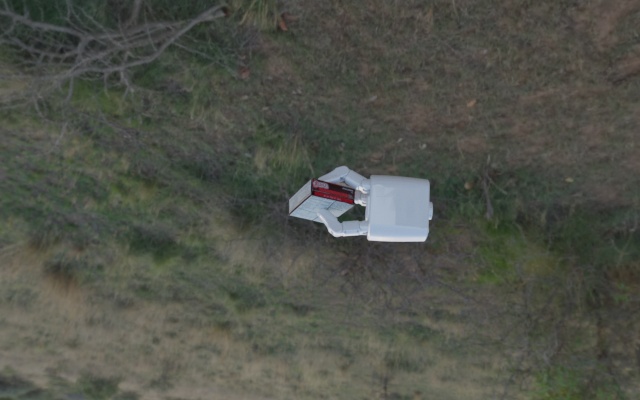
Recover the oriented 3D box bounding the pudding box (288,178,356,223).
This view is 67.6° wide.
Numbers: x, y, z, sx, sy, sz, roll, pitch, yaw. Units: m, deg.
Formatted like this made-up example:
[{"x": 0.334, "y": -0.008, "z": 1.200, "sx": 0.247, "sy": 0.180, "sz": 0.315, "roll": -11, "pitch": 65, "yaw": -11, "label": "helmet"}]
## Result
[{"x": 0.000, "y": 0.003, "z": 0.893, "sx": 0.090, "sy": 0.039, "sz": 0.113, "roll": 14, "pitch": -28, "yaw": -22, "label": "pudding box"}]
